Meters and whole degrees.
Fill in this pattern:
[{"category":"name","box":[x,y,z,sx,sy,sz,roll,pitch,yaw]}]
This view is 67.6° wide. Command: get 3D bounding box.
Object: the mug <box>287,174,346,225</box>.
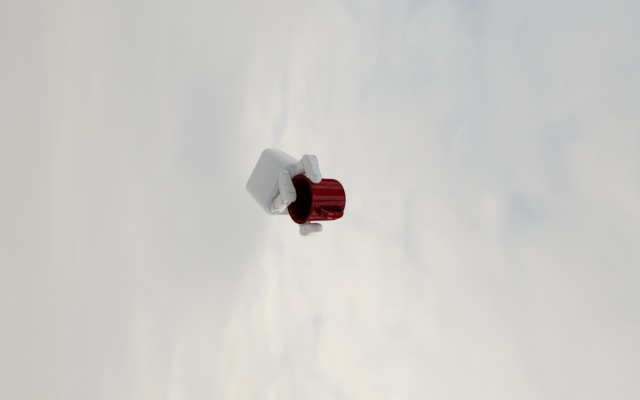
[{"category":"mug","box":[0.001,0.003,0.888,0.081,0.093,0.117,1,23,-35]}]
